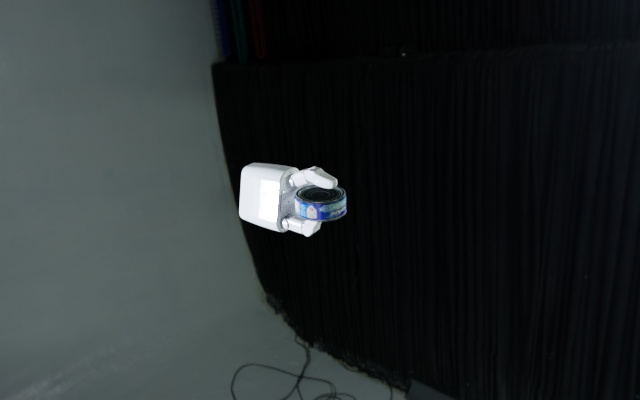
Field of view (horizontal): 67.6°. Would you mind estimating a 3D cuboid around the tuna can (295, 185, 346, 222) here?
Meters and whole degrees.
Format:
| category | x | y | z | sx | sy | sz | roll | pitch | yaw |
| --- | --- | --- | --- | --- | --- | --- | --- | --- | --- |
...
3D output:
| category | x | y | z | sx | sy | sz | roll | pitch | yaw |
| --- | --- | --- | --- | --- | --- | --- | --- | --- | --- |
| tuna can | 0.000 | 0.002 | 0.790 | 0.086 | 0.034 | 0.086 | -1 | 23 | 1 |
